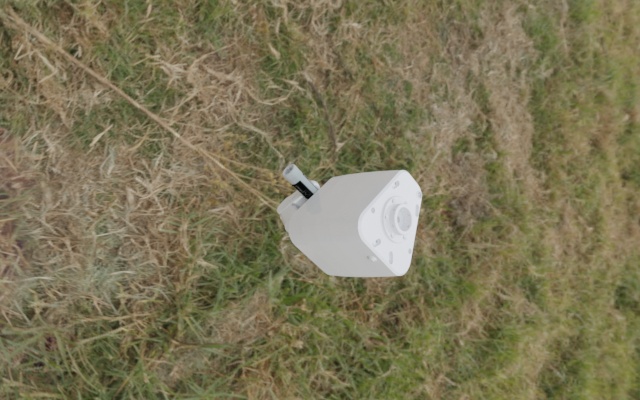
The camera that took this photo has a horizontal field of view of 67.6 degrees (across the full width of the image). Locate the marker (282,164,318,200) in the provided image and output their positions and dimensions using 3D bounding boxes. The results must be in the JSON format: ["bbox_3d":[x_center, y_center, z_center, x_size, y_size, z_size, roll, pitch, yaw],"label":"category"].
[{"bbox_3d":[0.000,0.002,0.574,0.020,0.020,0.121,0,-38,50],"label":"marker"}]
